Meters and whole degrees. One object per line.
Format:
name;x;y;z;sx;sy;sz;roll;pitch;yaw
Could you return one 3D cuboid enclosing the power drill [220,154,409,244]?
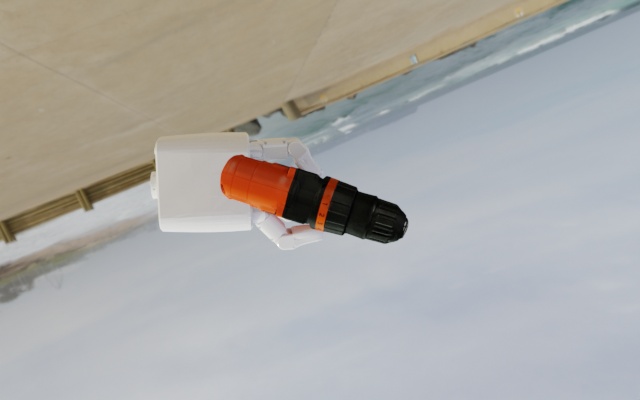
power drill;0.000;0.002;0.524;0.184;0.057;0.187;19;-2;6
